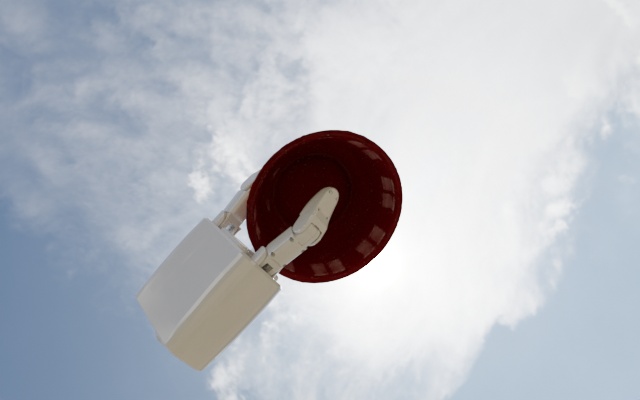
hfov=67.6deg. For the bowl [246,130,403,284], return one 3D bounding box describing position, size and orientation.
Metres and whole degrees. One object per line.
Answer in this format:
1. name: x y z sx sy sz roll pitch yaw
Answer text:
1. bowl: 0.001 0.001 0.491 0.162 0.162 0.055 0 20 -18
